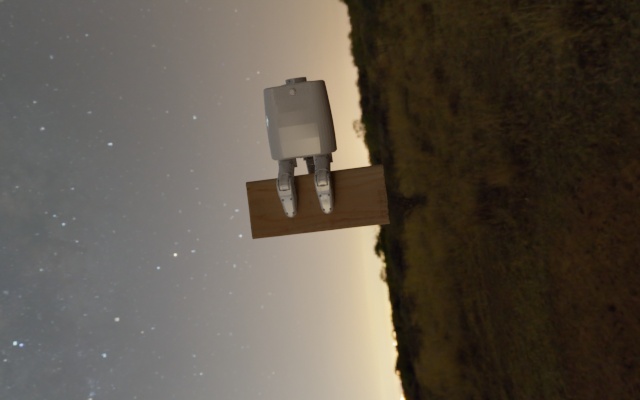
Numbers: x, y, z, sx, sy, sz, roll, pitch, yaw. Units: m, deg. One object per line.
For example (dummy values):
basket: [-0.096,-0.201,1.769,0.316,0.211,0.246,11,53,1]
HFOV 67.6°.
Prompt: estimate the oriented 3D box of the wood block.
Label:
wood block: [0.000,0.002,0.745,0.206,0.090,0.091,-7,1,8]
